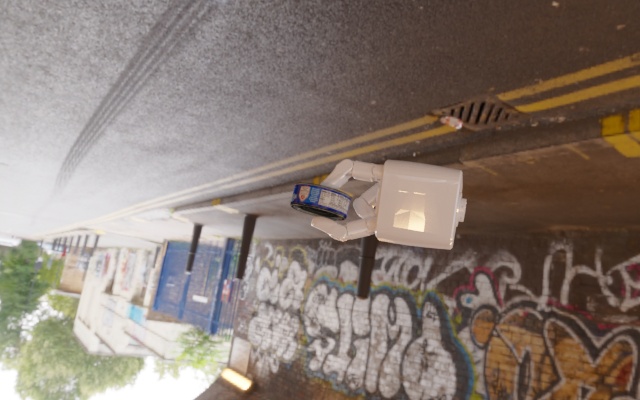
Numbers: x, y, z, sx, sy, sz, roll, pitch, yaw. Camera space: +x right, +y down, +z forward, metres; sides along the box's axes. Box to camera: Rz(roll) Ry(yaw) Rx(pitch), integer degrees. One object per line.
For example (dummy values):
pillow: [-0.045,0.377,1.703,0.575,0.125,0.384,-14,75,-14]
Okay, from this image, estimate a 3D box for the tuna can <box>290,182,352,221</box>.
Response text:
tuna can: [0.000,0.003,0.693,0.086,0.033,0.086,14,-9,2]
